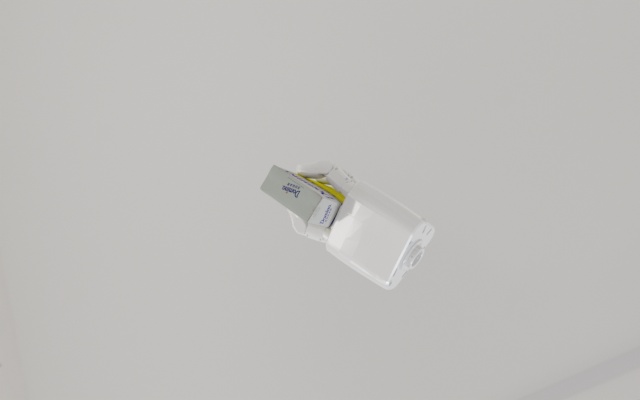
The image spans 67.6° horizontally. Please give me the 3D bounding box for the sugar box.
[{"bbox_3d":[0.001,0.002,0.698,0.093,0.048,0.176,34,5,28],"label":"sugar box"}]
